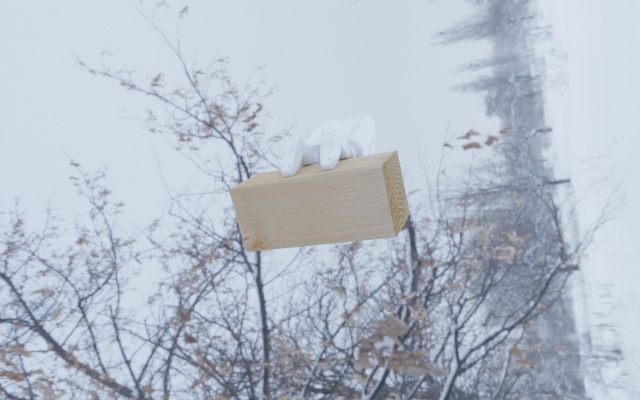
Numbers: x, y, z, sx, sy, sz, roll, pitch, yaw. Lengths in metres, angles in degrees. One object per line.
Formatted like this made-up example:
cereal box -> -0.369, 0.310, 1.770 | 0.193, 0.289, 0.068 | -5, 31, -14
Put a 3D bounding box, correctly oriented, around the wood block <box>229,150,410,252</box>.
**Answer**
wood block -> 0.000, 0.002, 0.623 | 0.206, 0.091, 0.090 | -8, 14, 24
